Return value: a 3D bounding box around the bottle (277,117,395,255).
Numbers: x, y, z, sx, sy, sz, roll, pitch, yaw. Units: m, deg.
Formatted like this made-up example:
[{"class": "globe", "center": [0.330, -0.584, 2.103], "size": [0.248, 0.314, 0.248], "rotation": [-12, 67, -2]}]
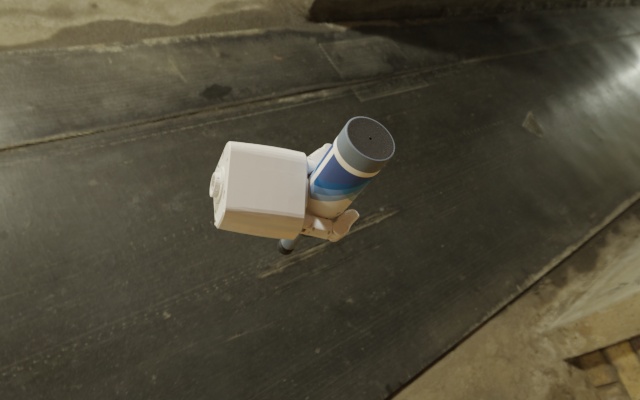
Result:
[{"class": "bottle", "center": [0.000, 0.002, 0.672], "size": [0.069, 0.069, 0.296], "rotation": [0, -31, -28]}]
